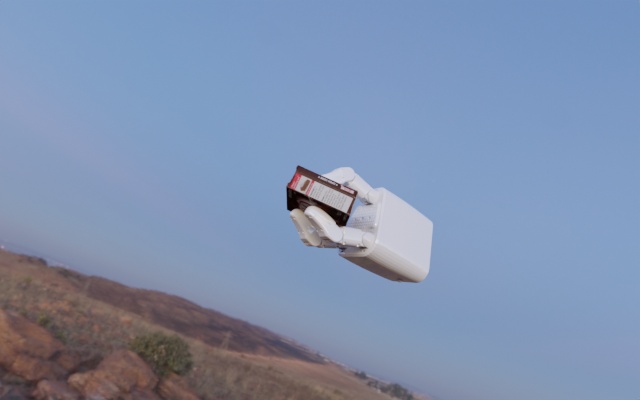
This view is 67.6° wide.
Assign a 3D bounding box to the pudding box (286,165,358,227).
[{"bbox_3d":[0.000,0.002,0.653,0.090,0.039,0.113,23,-19,4],"label":"pudding box"}]
